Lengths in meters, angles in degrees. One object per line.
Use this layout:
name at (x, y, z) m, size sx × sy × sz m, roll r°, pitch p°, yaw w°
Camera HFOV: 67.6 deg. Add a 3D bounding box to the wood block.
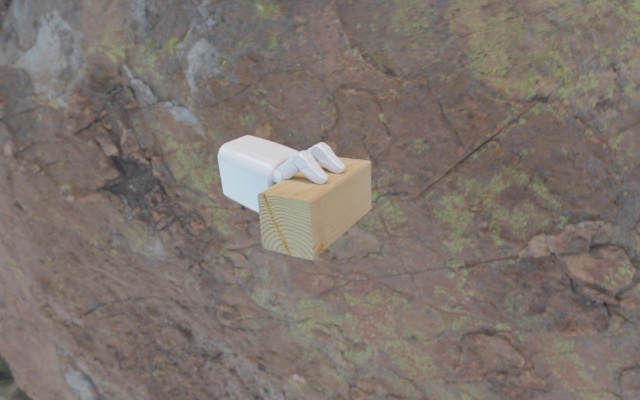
wood block at (0.000, 0.003, 0.753) m, size 0.090 × 0.091 × 0.206 m, roll 9°, pitch 24°, yaw 28°
